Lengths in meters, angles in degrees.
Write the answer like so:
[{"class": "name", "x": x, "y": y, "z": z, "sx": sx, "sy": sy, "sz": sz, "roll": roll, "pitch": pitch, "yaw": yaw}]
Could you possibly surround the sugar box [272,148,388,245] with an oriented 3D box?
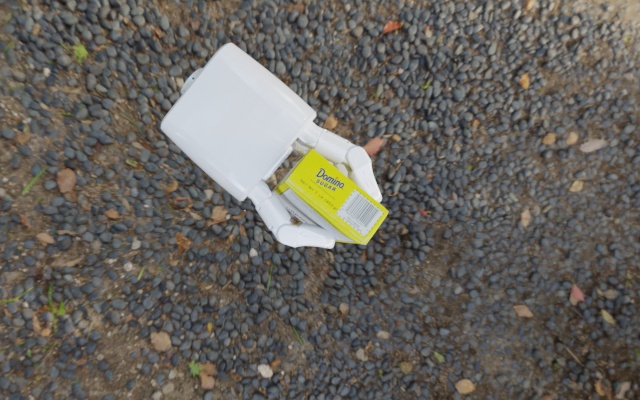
[{"class": "sugar box", "x": 0.000, "y": 0.001, "z": 0.503, "sx": 0.093, "sy": 0.048, "sz": 0.176, "roll": 40, "pitch": -7, "yaw": -7}]
